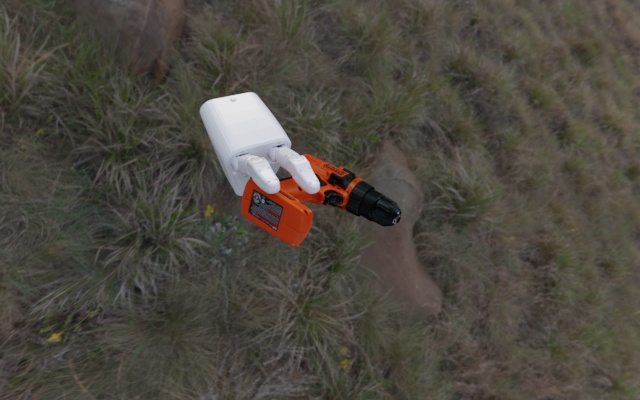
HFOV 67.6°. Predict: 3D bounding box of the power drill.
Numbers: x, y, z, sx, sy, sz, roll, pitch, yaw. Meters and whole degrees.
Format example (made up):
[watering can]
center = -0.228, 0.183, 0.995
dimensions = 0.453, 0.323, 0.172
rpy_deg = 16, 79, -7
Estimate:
[power drill]
center = 0.000, 0.002, 0.653
dimensions = 0.184, 0.057, 0.187
rpy_deg = 28, 26, 25
